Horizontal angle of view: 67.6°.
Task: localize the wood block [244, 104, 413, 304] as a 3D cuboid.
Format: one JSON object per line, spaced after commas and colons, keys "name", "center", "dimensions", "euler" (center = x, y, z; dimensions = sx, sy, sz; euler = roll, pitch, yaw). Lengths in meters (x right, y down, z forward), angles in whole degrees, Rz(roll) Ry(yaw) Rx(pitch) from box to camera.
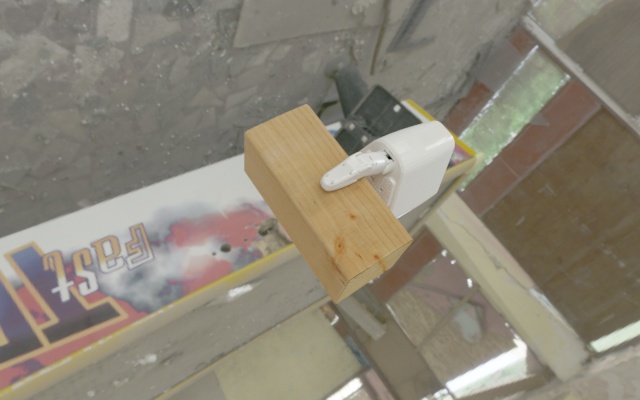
{"name": "wood block", "center": [0.001, 0.002, 0.560], "dimensions": [0.090, 0.206, 0.091], "euler": [-29, -19, -22]}
